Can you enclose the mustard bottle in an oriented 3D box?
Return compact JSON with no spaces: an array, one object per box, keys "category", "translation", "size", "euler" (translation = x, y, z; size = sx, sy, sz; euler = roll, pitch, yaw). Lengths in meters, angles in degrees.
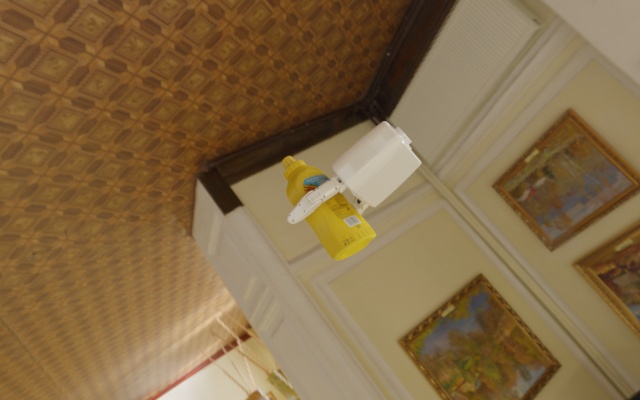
[{"category":"mustard bottle","translation":[0.000,0.003,0.765],"size":[0.096,0.191,0.058],"euler":[-17,-27,-50]}]
